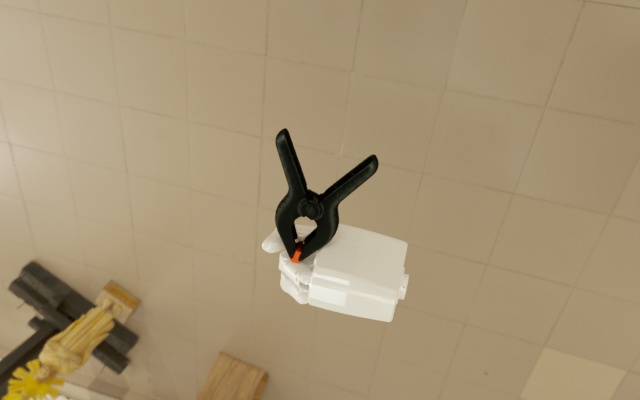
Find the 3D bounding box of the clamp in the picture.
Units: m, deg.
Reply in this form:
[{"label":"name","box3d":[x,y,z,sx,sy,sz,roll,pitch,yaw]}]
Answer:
[{"label":"clamp","box3d":[0.000,0.002,0.576,0.120,0.172,0.039,12,31,7]}]
